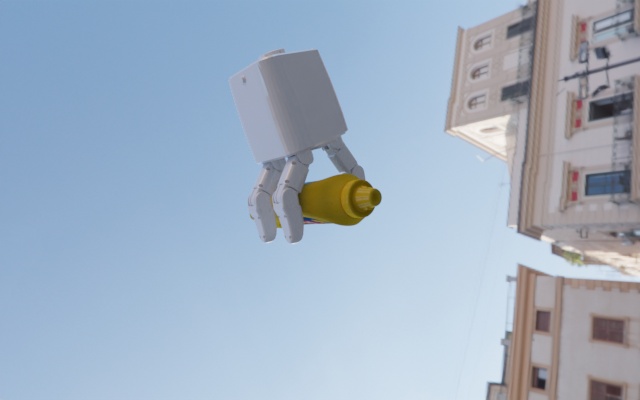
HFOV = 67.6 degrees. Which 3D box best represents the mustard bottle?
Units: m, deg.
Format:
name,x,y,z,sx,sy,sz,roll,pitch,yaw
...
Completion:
name,x,y,z,sx,sy,sz,roll,pitch,yaw
mustard bottle,0.000,0.002,0.563,0.096,0.058,0.191,4,-6,-36
